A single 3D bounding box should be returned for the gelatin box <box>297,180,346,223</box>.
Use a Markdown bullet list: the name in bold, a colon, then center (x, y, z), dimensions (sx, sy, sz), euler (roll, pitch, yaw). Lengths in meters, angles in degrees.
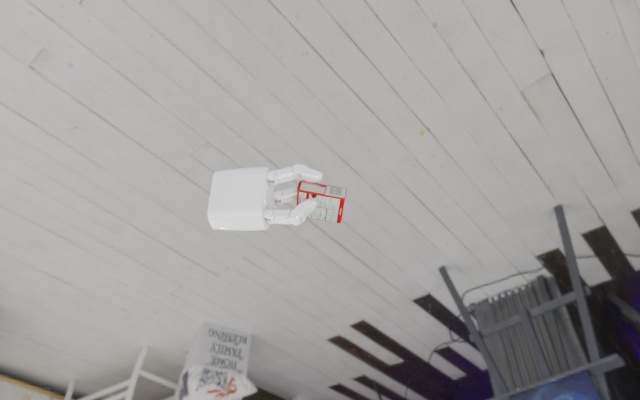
- **gelatin box**: center (0.000, 0.003, 0.891), dimensions (0.089, 0.030, 0.073), euler (10, -42, 3)
